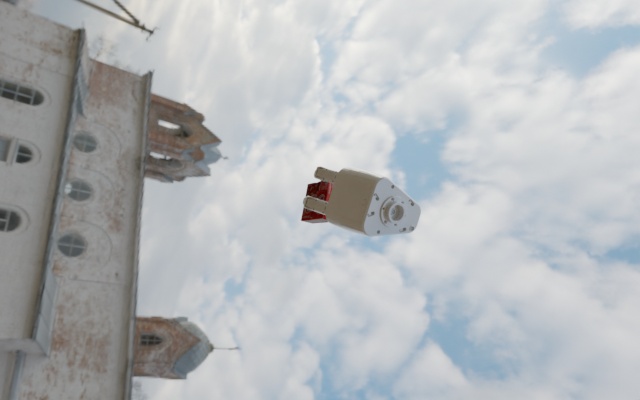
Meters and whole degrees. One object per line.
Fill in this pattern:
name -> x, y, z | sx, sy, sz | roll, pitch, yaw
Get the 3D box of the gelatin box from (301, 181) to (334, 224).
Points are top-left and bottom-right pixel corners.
gelatin box -> 0.000, 0.003, 0.872 | 0.030, 0.073, 0.089 | 15, -11, -26
